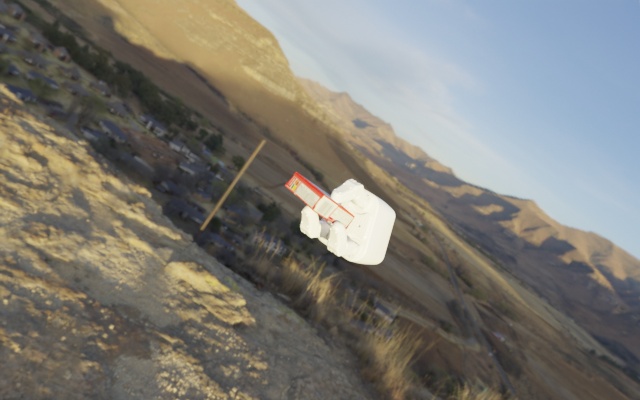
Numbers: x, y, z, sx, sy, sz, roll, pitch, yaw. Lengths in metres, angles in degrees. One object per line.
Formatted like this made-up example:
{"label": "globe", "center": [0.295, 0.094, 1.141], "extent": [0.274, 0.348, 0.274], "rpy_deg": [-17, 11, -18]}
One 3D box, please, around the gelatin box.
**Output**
{"label": "gelatin box", "center": [0.000, 0.002, 0.700], "extent": [0.073, 0.030, 0.089], "rpy_deg": [41, 4, 41]}
